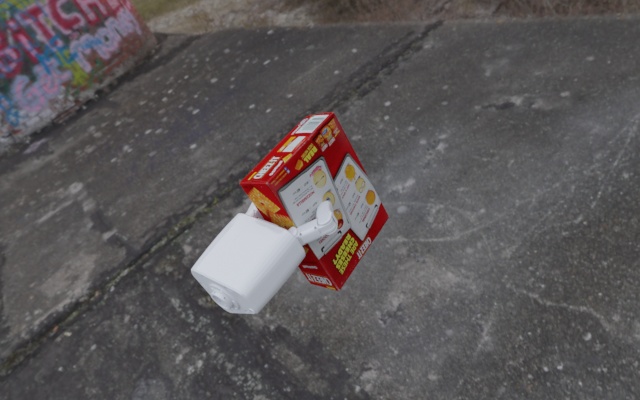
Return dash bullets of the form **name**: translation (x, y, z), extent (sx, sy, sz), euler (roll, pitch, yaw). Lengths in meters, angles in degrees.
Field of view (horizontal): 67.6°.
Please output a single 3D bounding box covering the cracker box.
- **cracker box**: translation (0.000, 0.002, 0.720), extent (0.072, 0.214, 0.164), euler (4, 45, 45)
